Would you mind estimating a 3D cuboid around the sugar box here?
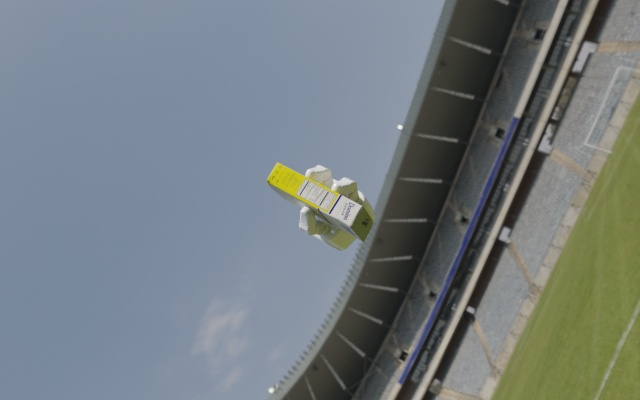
[{"bbox_3d":[0.000,0.002,0.808,0.176,0.048,0.093,25,-10,24],"label":"sugar box"}]
